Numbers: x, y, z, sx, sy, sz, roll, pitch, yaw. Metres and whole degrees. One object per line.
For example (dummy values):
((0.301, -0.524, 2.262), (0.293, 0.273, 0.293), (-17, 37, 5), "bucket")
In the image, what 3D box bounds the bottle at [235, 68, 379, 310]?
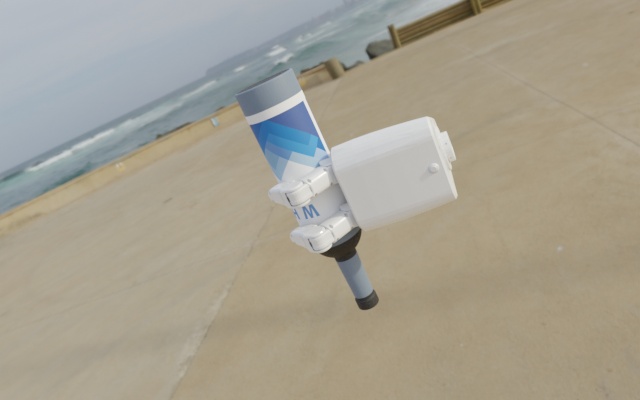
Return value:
((0.000, 0.002, 0.545), (0.069, 0.296, 0.069), (-23, 19, 8), "bottle")
